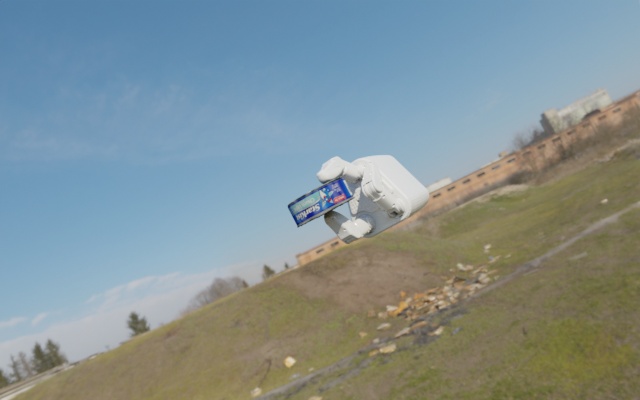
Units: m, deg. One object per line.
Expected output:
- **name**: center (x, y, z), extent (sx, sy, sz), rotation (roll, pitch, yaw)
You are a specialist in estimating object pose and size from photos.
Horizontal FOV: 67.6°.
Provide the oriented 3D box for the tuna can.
- **tuna can**: center (0.000, 0.002, 0.633), extent (0.086, 0.034, 0.086), rotation (-28, -2, -1)
